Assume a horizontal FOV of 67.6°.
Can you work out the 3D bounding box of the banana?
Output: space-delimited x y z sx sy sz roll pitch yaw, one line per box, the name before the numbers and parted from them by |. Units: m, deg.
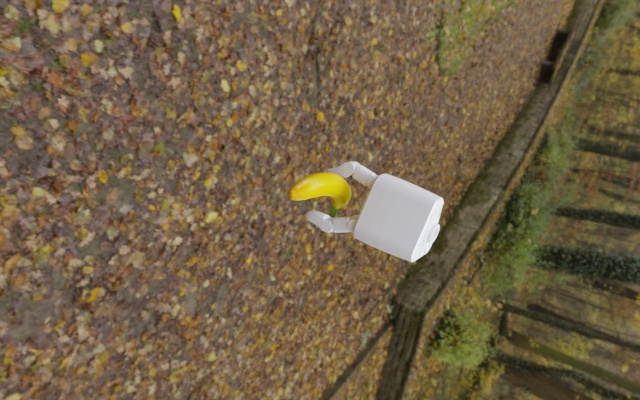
banana | 0.010 -0.013 0.781 0.037 0.069 0.198 28 1 25
